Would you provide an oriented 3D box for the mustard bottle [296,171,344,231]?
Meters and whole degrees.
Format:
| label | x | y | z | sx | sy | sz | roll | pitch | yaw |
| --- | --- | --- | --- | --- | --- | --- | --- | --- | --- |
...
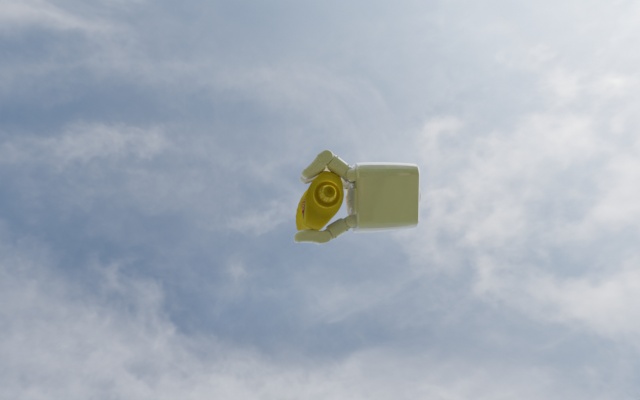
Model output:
| label | x | y | z | sx | sy | sz | roll | pitch | yaw |
| --- | --- | --- | --- | --- | --- | --- | --- | --- | --- |
| mustard bottle | 0.000 | 0.003 | 0.782 | 0.058 | 0.096 | 0.191 | 23 | -12 | -5 |
